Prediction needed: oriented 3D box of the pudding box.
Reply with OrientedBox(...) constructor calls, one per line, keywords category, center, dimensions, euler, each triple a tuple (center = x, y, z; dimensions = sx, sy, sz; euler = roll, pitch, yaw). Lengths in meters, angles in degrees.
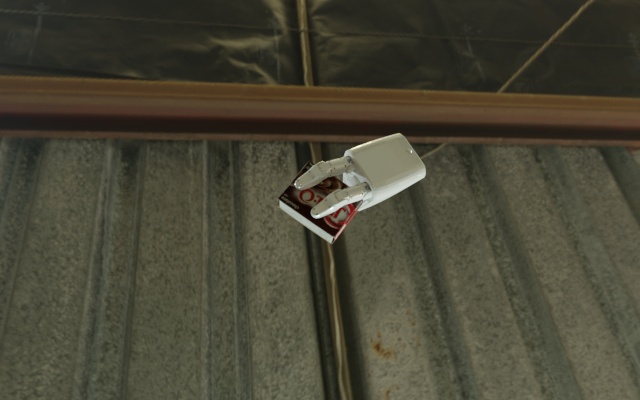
OrientedBox(category="pudding box", center=(0.000, 0.003, 0.777), dimensions=(0.113, 0.090, 0.039), euler=(33, -26, 11))
